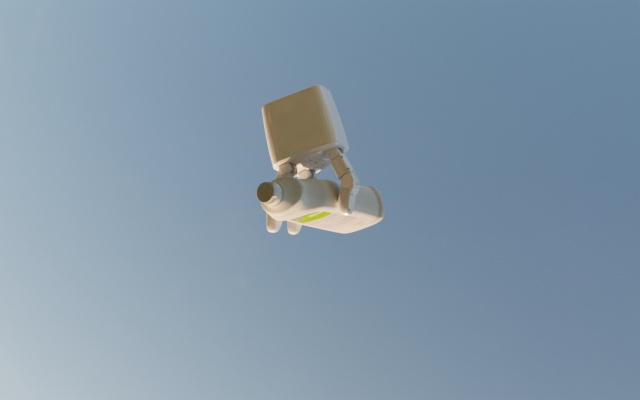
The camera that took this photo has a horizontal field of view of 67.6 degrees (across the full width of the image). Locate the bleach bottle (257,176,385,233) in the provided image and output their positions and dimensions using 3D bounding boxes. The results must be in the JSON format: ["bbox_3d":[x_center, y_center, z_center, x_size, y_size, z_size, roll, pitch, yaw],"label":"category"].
[{"bbox_3d":[0.000,0.002,0.724,0.102,0.068,0.251,-24,-19,27],"label":"bleach bottle"}]
